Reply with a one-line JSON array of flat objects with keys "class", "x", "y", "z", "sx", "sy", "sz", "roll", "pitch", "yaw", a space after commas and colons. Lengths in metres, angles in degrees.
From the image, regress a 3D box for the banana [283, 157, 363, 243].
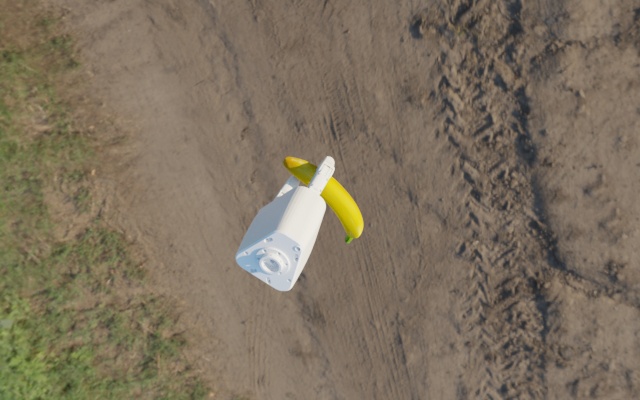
[{"class": "banana", "x": 0.017, "y": 0.000, "z": 0.786, "sx": 0.069, "sy": 0.198, "sz": 0.037, "roll": -21, "pitch": 28, "yaw": 33}]
